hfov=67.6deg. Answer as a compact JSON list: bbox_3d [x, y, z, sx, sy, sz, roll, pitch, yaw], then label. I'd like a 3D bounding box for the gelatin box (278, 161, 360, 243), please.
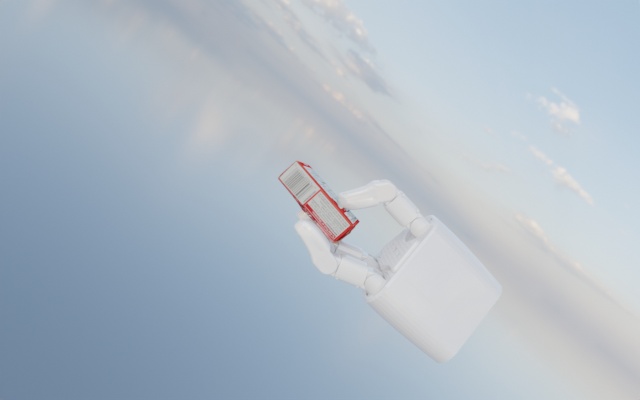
[{"bbox_3d":[0.000,0.001,0.502,0.030,0.089,0.073,-41,-5,7],"label":"gelatin box"}]
